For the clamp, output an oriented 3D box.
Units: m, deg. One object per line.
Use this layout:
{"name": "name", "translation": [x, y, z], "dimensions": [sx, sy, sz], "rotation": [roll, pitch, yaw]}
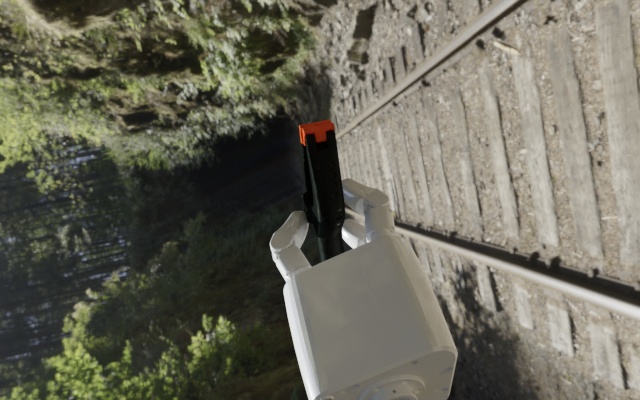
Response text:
{"name": "clamp", "translation": [-0.001, 0.001, 0.479], "dimensions": [0.036, 0.210, 0.164], "rotation": [-12, 42, -7]}
